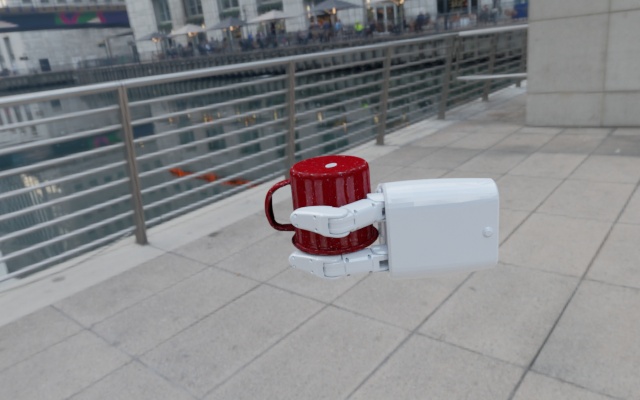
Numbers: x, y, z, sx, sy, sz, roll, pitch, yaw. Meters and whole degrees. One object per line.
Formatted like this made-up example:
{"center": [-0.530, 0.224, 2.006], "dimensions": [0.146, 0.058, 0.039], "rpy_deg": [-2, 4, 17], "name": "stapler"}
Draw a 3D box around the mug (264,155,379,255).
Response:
{"center": [-0.001, 0.002, 0.496], "dimensions": [0.117, 0.081, 0.093], "rpy_deg": [-5, 18, 3], "name": "mug"}
